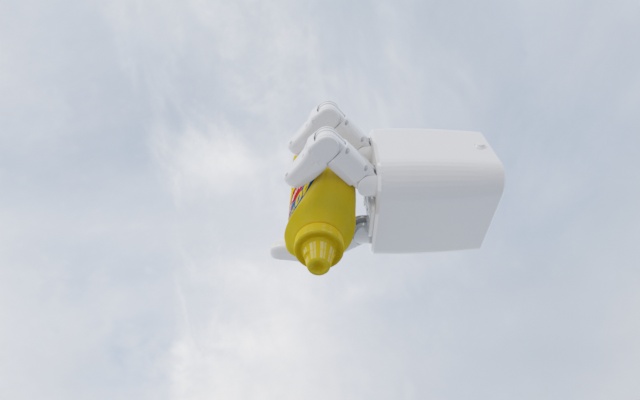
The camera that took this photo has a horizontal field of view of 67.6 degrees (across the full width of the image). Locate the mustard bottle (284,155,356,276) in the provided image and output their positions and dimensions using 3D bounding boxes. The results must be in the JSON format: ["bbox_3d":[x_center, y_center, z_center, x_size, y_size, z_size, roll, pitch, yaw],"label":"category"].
[{"bbox_3d":[0.000,0.001,0.449,0.058,0.096,0.191,21,30,-12],"label":"mustard bottle"}]
